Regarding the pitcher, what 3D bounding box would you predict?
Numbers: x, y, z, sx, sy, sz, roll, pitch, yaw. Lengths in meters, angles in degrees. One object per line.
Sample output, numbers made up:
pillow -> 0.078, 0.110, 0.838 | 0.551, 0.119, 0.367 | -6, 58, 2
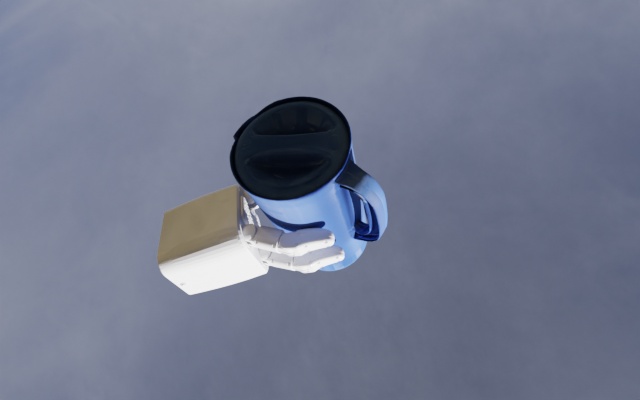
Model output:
pitcher -> 0.000, 0.002, 0.592 | 0.145, 0.149, 0.243 | -18, -32, 4
